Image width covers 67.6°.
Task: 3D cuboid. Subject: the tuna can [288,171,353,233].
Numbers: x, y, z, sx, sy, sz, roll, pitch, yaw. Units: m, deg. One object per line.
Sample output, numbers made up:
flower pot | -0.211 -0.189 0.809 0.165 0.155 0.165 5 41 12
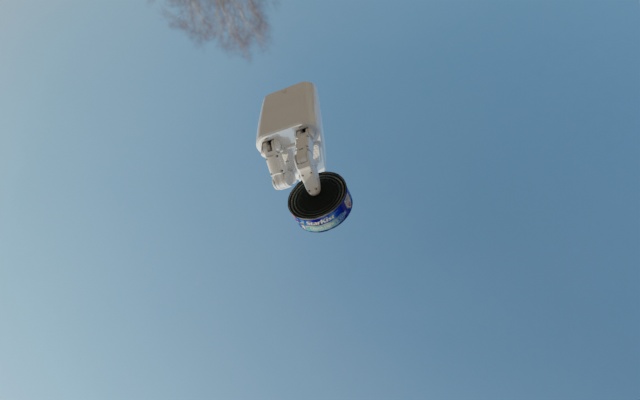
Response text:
tuna can | 0.000 0.003 0.658 0.086 0.086 0.034 0 -41 27
